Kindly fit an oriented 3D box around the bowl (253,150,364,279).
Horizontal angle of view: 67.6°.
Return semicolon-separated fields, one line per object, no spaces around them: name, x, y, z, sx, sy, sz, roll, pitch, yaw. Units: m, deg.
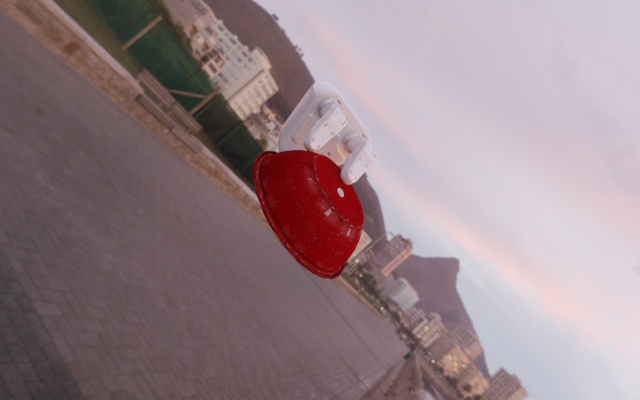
bowl;0.001;0.002;0.524;0.055;0.162;0.162;-31;-13;22
